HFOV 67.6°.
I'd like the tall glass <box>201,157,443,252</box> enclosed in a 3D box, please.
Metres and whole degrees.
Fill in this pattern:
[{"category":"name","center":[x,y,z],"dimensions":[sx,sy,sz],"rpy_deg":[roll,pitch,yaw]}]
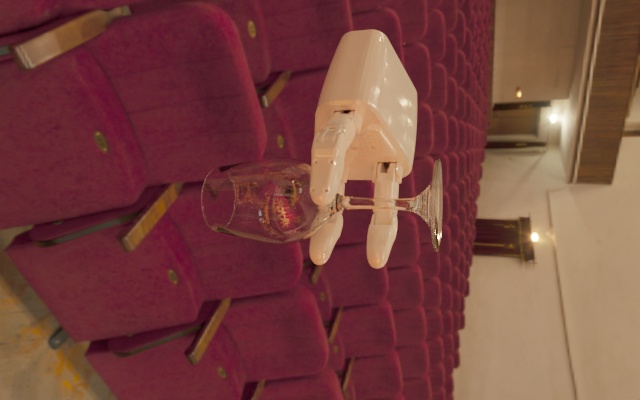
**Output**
[{"category":"tall glass","center":[0.001,0.001,0.413],"dimensions":[0.201,0.079,0.079],"rpy_deg":[1,0,18]}]
